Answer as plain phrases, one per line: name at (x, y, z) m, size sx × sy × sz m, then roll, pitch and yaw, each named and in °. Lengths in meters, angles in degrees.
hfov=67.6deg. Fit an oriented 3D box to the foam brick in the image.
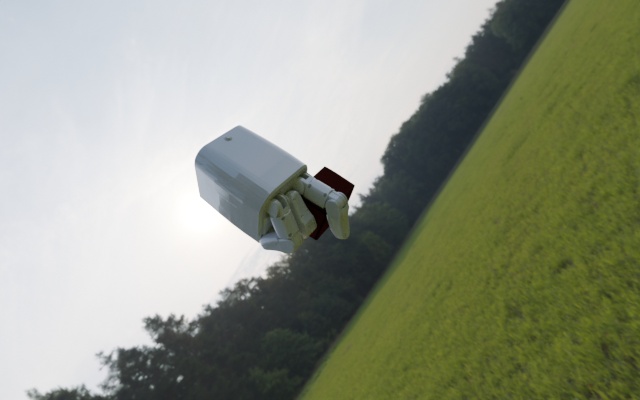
foam brick at (0.000, 0.002, 0.624) m, size 0.051 × 0.053 × 0.078 m, roll 33°, pitch 44°, yaw 12°
